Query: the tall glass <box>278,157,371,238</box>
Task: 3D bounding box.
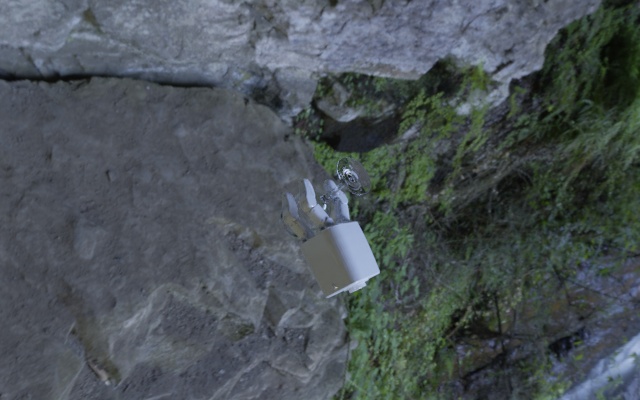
[{"bbox_3d":[0.001,0.002,0.882,0.079,0.079,0.201,0,-26,-41],"label":"tall glass"}]
